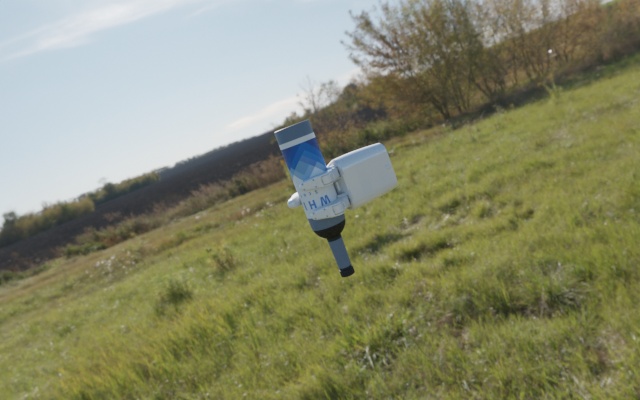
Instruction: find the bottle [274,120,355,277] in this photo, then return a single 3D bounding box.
[{"bbox_3d":[0.000,0.003,0.874,0.069,0.296,0.069,-20,9,3],"label":"bottle"}]
